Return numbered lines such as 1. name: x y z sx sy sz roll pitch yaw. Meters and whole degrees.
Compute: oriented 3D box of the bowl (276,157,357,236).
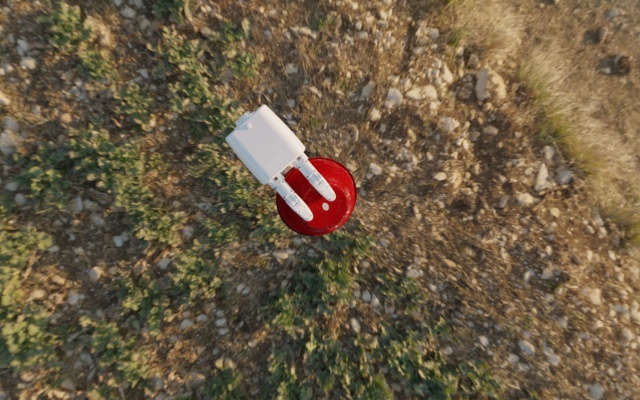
1. bowl: 0.001 0.004 0.898 0.162 0.162 0.055 0 19 -16
